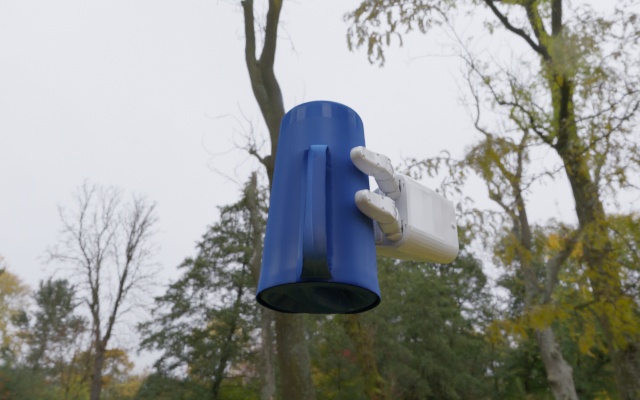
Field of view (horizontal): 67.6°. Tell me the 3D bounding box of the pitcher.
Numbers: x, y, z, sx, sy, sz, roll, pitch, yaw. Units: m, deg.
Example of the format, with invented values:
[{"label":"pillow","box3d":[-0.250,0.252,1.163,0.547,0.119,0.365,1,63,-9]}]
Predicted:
[{"label":"pitcher","box3d":[0.000,0.002,0.553,0.145,0.242,0.149,22,-34,-36]}]
